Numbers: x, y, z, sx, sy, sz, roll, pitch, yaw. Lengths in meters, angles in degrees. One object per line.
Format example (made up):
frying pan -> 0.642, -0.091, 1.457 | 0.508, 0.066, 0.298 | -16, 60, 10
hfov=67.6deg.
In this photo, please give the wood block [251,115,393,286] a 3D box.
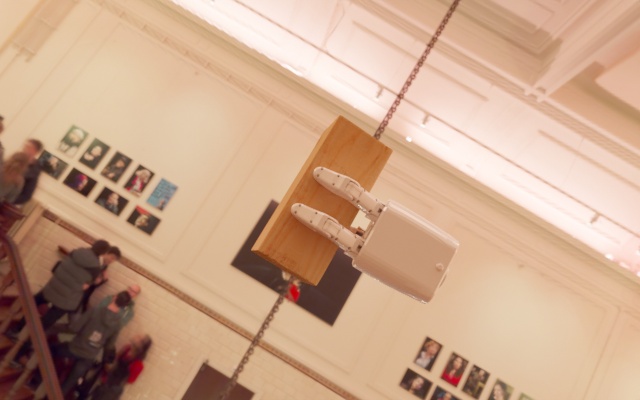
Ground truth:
wood block -> 0.000, 0.002, 0.650 | 0.090, 0.206, 0.091 | 32, -13, -7
